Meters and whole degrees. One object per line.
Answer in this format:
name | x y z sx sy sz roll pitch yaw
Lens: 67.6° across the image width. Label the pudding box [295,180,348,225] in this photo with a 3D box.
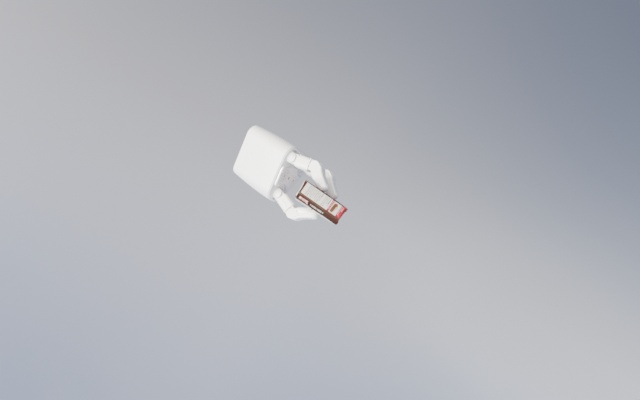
pudding box | 0.000 0.003 0.865 0.090 0.039 0.113 34 2 -2
